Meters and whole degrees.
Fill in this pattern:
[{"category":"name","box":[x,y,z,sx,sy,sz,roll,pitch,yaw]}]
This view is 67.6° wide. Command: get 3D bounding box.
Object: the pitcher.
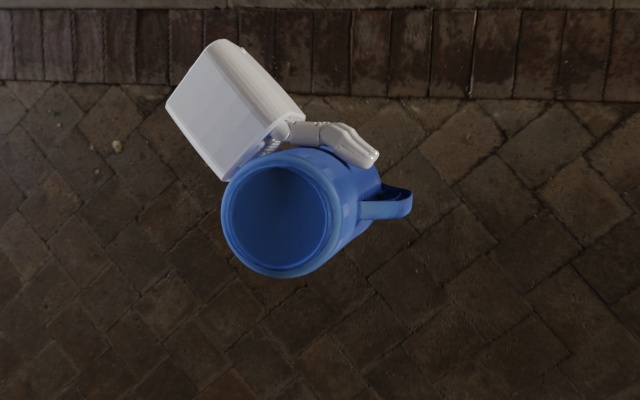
[{"category":"pitcher","box":[0.000,0.002,0.510,0.149,0.145,0.243,-41,-3,13]}]
